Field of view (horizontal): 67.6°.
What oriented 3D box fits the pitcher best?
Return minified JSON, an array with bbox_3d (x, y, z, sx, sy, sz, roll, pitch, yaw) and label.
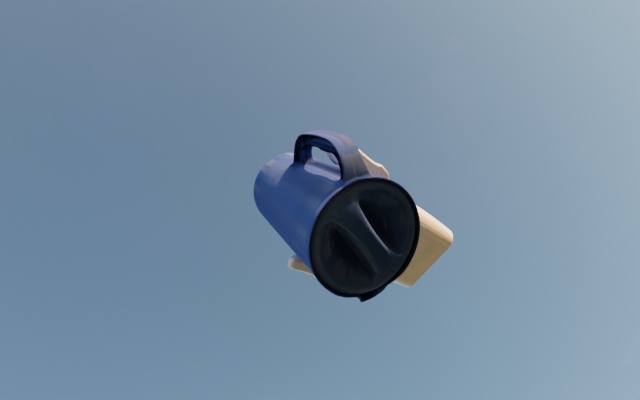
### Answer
[{"bbox_3d":[0.000,0.002,0.591,0.145,0.149,0.242,30,1,-30],"label":"pitcher"}]
